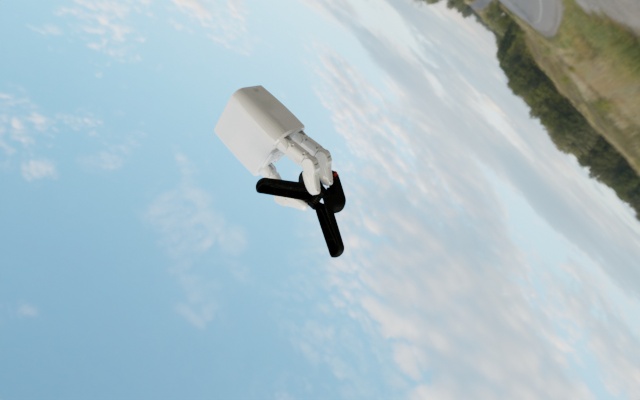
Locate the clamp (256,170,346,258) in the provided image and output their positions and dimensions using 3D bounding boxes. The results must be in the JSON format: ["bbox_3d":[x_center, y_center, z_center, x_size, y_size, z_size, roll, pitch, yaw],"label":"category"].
[{"bbox_3d":[0.000,0.003,0.783,0.036,0.164,0.210,-47,-4,27],"label":"clamp"}]
